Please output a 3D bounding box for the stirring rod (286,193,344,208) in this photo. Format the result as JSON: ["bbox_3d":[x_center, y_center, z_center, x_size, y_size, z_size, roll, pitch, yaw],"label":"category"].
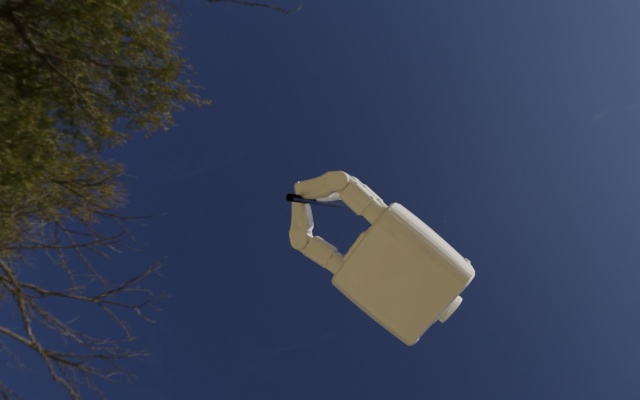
[{"bbox_3d":[0.000,0.002,0.585,0.011,0.011,0.239,0,-2,15],"label":"stirring rod"}]
